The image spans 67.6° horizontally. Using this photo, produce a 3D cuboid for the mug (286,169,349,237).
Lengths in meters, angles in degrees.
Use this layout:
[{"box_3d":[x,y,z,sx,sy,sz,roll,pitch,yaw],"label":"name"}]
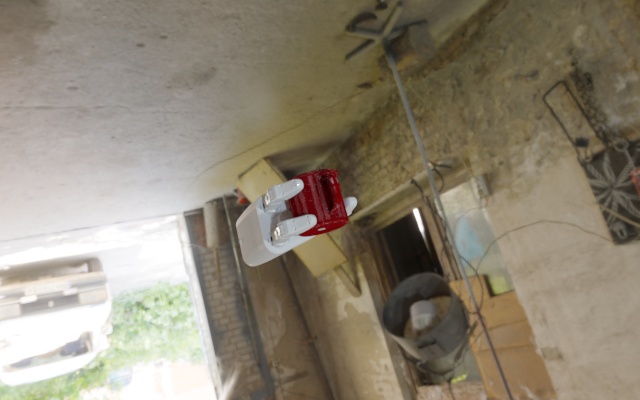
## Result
[{"box_3d":[0.001,0.002,0.721,0.093,0.081,0.117,-7,-16,-31],"label":"mug"}]
